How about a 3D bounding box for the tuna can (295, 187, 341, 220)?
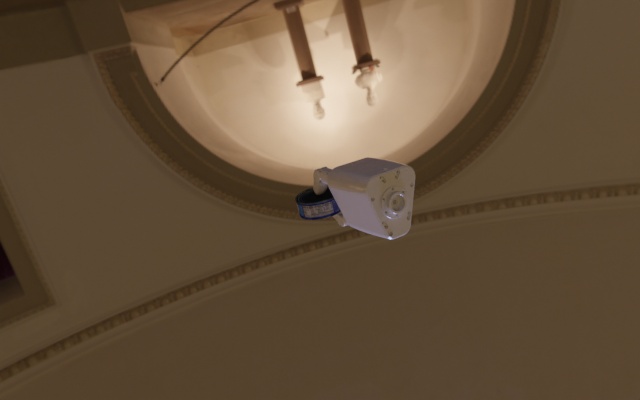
[{"bbox_3d":[0.000,0.003,0.852,0.086,0.034,0.086,-12,20,4],"label":"tuna can"}]
